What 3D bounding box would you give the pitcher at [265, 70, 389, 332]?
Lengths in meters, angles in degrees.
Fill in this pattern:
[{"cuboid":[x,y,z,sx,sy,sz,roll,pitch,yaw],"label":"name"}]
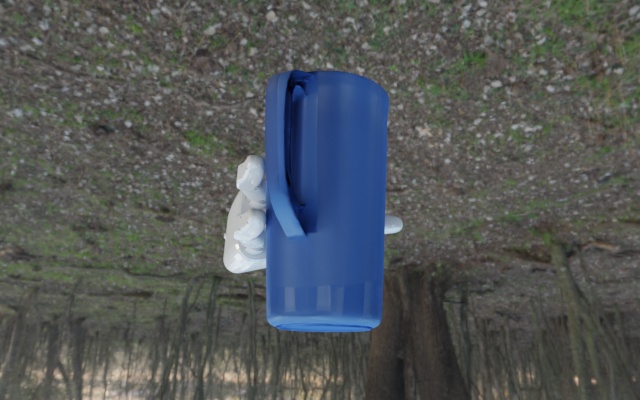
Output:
[{"cuboid":[0.000,0.002,0.472,0.149,0.242,0.145,8,-19,-20],"label":"pitcher"}]
